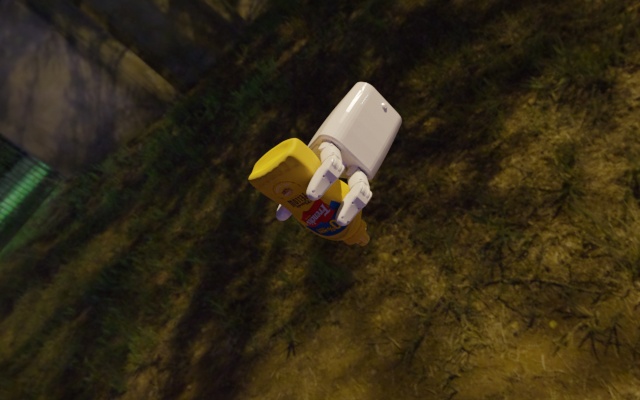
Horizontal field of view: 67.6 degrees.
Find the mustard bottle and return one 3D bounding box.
[{"bbox_3d":[0.000,0.002,0.660,0.192,0.058,0.096,41,-47,-24],"label":"mustard bottle"}]
